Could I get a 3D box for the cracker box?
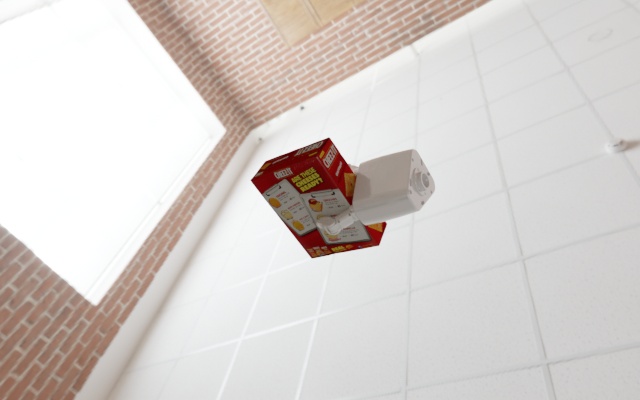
[{"bbox_3d":[0.000,0.003,0.889,0.164,0.214,0.072,-16,31,36],"label":"cracker box"}]
